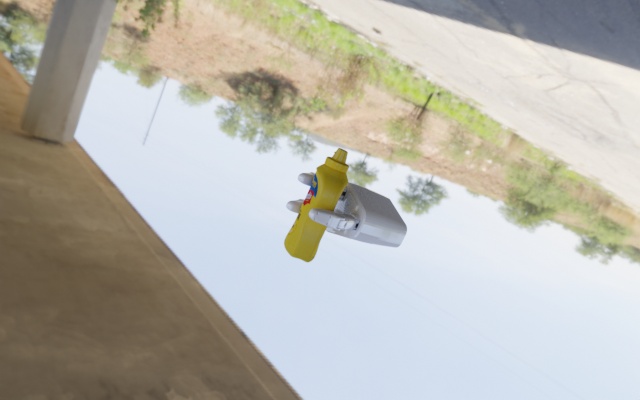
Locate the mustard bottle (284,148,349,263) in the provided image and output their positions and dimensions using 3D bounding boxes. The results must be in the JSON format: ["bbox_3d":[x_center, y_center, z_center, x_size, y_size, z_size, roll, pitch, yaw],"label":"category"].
[{"bbox_3d":[0.000,0.003,0.802,0.058,0.192,0.096,22,12,-9],"label":"mustard bottle"}]
